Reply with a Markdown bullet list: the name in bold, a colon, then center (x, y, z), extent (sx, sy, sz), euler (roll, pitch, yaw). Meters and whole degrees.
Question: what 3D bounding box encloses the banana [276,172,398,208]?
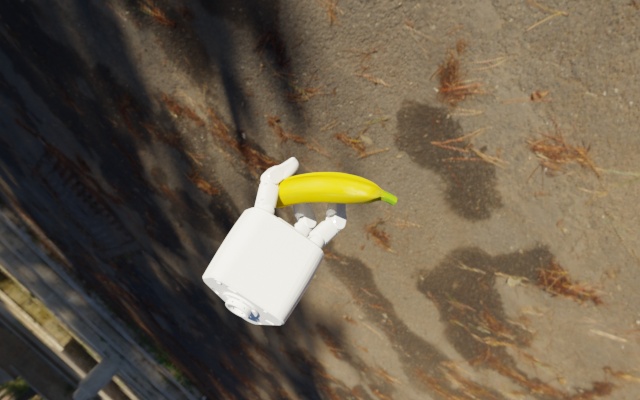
- **banana**: center (-0.005, -0.009, 0.618), extent (0.198, 0.037, 0.070), euler (1, -34, 32)
